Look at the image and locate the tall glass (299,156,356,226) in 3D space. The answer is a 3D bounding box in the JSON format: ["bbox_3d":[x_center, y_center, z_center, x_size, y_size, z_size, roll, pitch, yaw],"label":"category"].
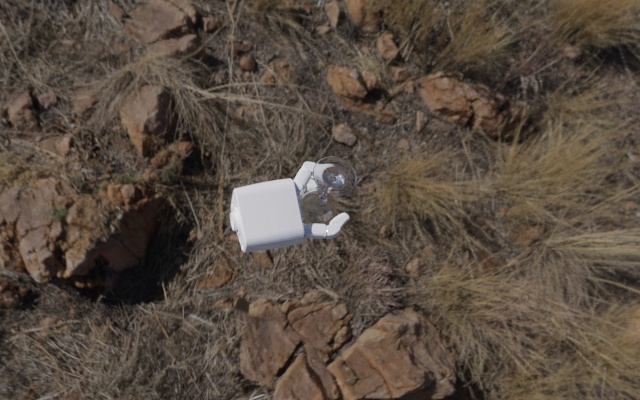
[{"bbox_3d":[0.000,0.003,0.875,0.079,0.079,0.201,0,-26,-15],"label":"tall glass"}]
